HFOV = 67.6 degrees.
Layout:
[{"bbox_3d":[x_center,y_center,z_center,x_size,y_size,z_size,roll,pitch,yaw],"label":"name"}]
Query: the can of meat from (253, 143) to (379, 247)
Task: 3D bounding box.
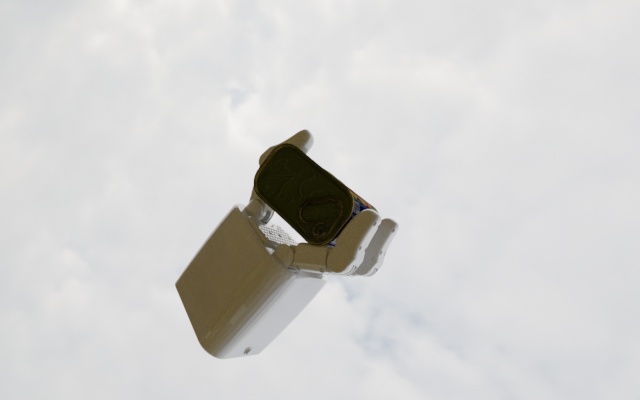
[{"bbox_3d":[0.000,0.001,0.451,0.102,0.057,0.084,41,7,27],"label":"can of meat"}]
